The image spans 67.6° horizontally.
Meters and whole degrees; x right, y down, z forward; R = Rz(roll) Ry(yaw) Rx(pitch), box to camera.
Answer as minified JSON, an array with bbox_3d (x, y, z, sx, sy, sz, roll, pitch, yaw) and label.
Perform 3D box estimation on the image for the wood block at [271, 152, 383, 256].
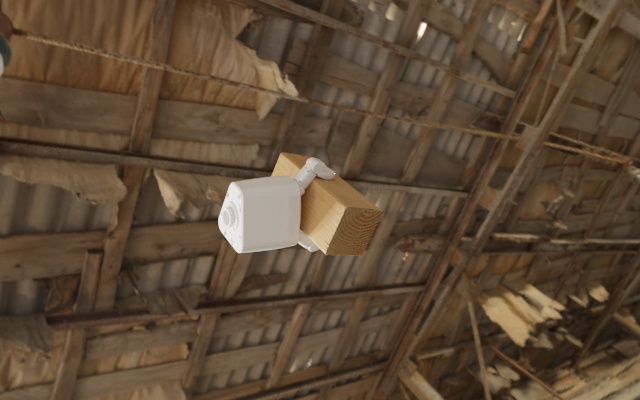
[{"bbox_3d":[0.000,0.002,0.842,0.090,0.091,0.206,7,25,-41],"label":"wood block"}]
